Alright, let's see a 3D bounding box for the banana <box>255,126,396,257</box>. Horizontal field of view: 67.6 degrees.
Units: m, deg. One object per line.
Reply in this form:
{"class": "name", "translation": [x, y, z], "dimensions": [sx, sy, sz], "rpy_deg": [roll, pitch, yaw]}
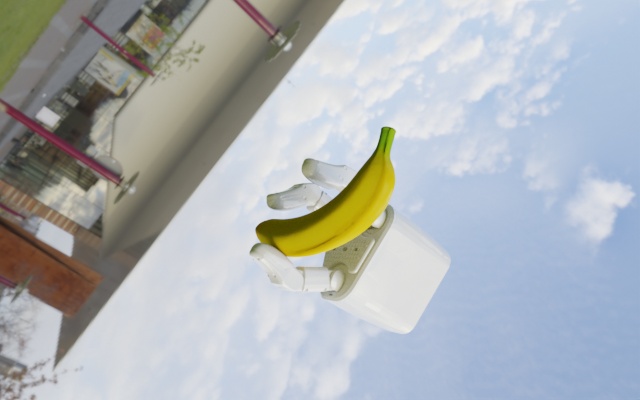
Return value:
{"class": "banana", "translation": [0.001, 0.015, 0.428], "dimensions": [0.037, 0.069, 0.198], "rpy_deg": [29, -44, -30]}
